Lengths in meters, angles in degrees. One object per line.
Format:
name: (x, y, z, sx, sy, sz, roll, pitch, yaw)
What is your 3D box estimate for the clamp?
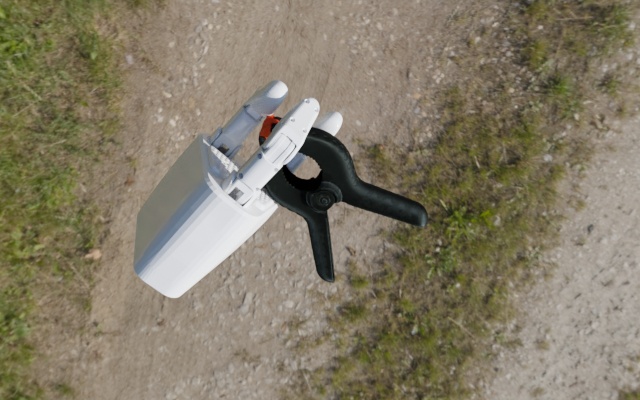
clamp: (0.000, 0.001, 0.429, 0.171, 0.120, 0.039, 40, 16, -17)
